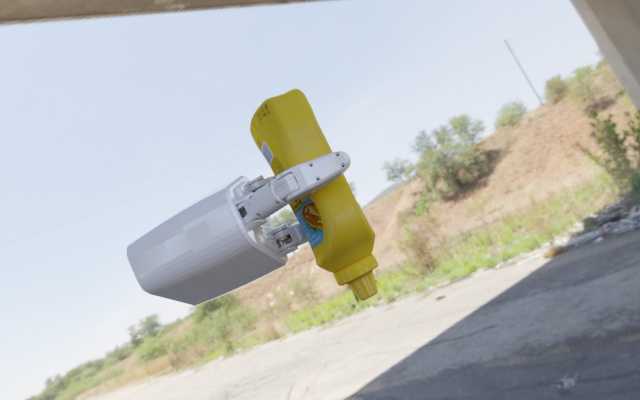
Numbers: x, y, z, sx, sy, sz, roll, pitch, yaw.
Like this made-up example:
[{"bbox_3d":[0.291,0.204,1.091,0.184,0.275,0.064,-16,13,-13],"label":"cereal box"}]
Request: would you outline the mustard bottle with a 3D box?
[{"bbox_3d":[0.000,0.001,0.436,0.058,0.191,0.096,-24,-8,-18],"label":"mustard bottle"}]
